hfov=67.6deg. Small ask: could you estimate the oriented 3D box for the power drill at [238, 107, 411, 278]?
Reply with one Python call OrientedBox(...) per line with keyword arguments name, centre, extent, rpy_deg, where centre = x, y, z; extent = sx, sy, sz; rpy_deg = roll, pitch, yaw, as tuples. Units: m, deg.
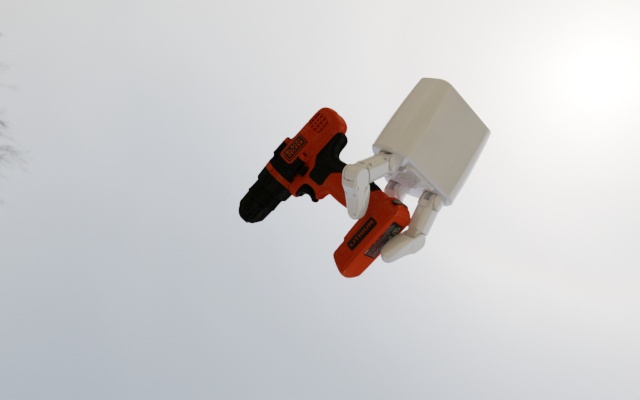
OrientedBox(name="power drill", centre=(0.001, 0.002, 0.579), extent=(0.187, 0.184, 0.057), rpy_deg=(48, 12, 27))
